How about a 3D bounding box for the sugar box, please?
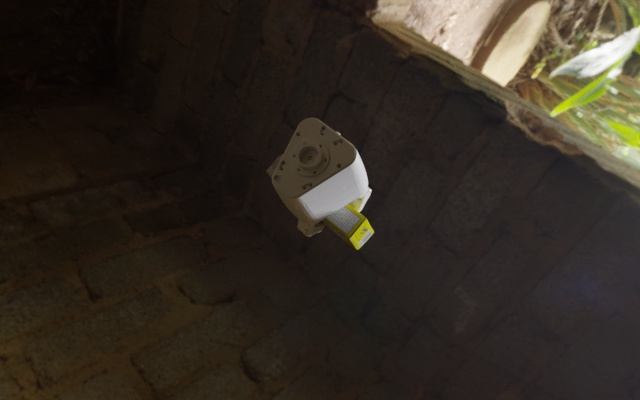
[{"bbox_3d":[0.001,0.002,0.755,0.176,0.048,0.093,41,-4,21],"label":"sugar box"}]
